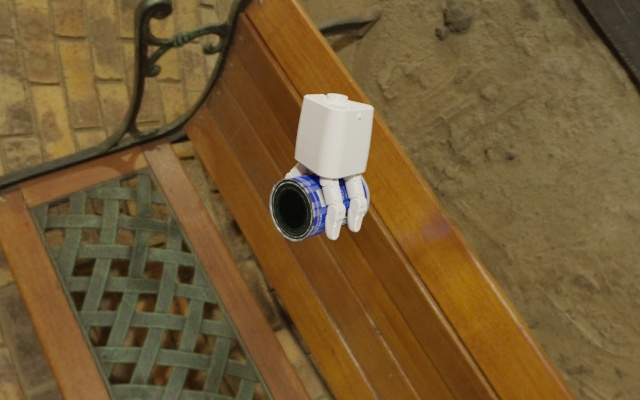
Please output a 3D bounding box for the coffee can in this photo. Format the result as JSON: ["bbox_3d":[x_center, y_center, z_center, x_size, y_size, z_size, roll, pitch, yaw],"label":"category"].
[{"bbox_3d":[0.000,0.003,0.804,0.103,0.103,0.140,0,11,44],"label":"coffee can"}]
